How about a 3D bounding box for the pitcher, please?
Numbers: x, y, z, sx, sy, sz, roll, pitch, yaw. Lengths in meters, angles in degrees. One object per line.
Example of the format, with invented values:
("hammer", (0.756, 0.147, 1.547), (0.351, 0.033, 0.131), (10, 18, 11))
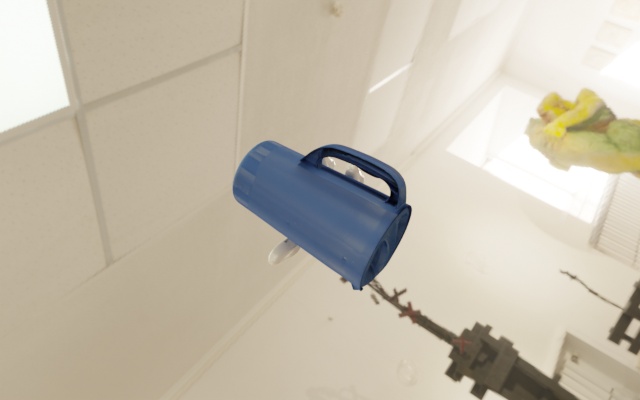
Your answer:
("pitcher", (0.000, 0.002, 0.675), (0.243, 0.149, 0.145), (30, -13, 20))
